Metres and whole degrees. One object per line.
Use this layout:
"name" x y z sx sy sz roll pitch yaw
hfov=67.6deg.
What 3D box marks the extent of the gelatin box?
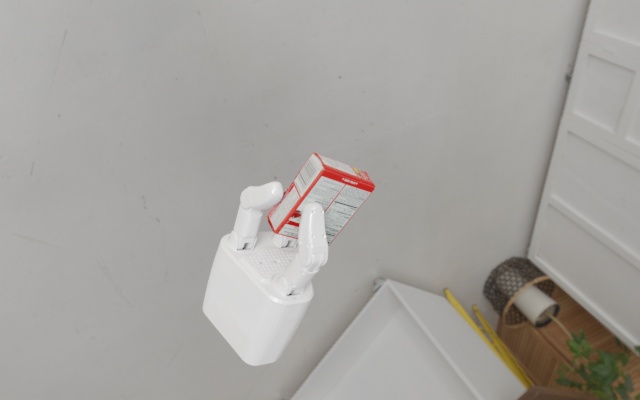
"gelatin box" 0.000 0.002 0.478 0.073 0.089 0.030 17 31 -40
